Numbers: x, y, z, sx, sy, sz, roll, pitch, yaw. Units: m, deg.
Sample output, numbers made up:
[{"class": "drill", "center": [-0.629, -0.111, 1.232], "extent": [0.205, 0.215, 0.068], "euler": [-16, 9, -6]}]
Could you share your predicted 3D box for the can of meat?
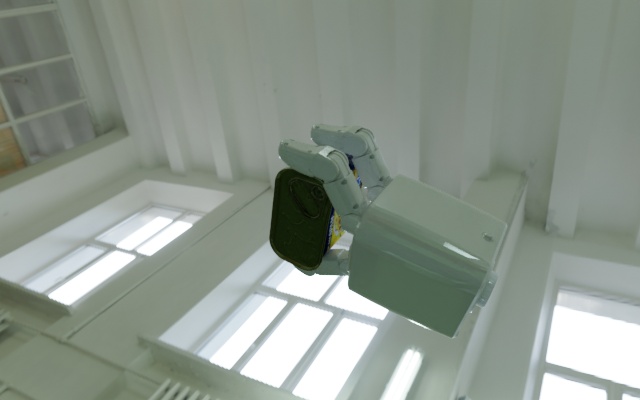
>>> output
[{"class": "can of meat", "center": [0.000, 0.001, 0.458], "extent": [0.057, 0.102, 0.084], "euler": [23, 36, 20]}]
